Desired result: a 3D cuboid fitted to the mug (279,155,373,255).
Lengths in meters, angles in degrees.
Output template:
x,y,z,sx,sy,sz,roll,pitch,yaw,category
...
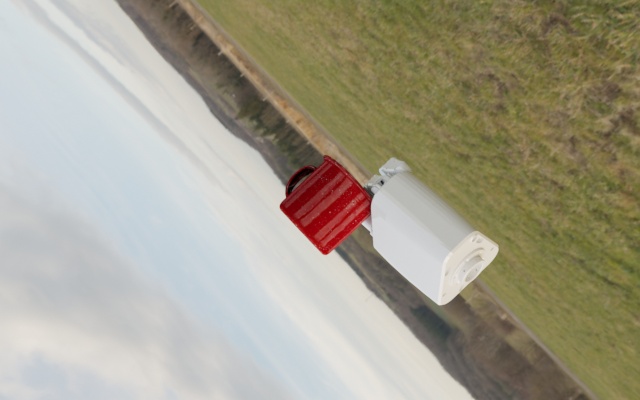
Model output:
x,y,z,sx,sy,sz,roll,pitch,yaw,category
-0.001,0.001,0.560,0.117,0.081,0.093,44,-5,36,mug
